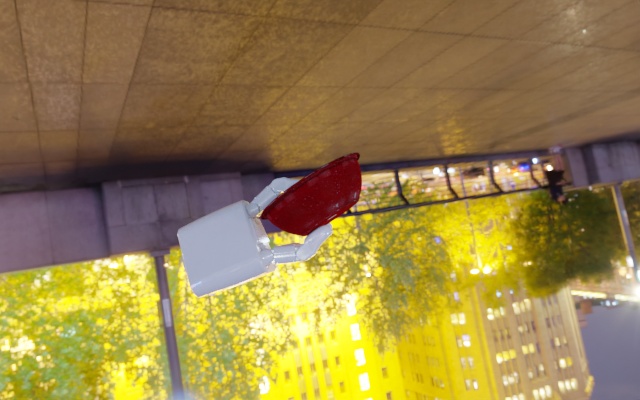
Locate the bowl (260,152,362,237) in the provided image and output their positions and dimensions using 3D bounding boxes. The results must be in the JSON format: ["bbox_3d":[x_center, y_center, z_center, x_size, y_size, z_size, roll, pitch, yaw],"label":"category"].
[{"bbox_3d":[0.001,0.002,0.651,0.162,0.055,0.162,-33,-7,-5],"label":"bowl"}]
